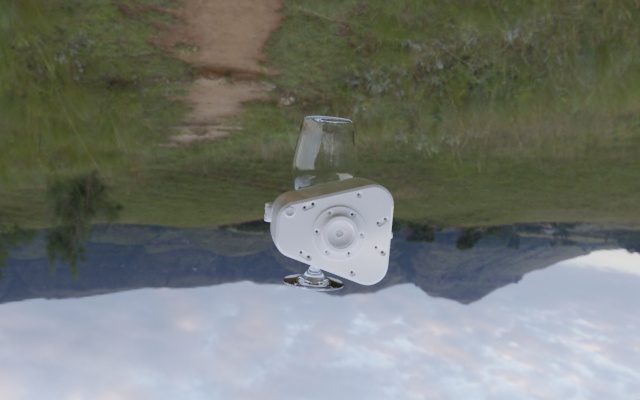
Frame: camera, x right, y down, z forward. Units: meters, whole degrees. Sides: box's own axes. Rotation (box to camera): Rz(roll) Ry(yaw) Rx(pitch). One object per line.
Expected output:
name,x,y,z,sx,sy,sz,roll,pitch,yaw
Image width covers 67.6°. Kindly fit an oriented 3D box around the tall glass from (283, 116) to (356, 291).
tall glass,0.000,0.003,0.577,0.079,0.201,0.079,5,3,0
